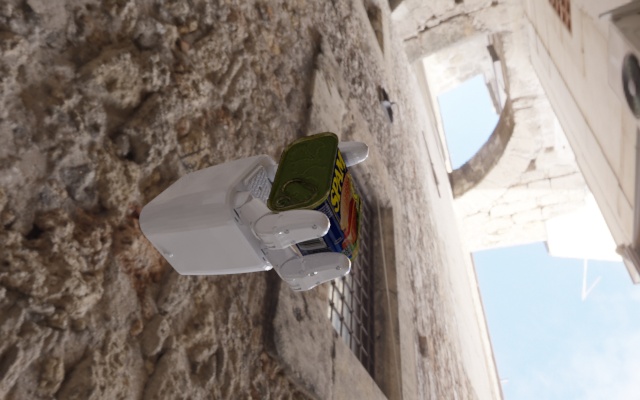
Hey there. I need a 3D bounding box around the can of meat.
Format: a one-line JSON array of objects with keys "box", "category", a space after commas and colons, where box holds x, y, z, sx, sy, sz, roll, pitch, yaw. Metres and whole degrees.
[{"box": [0.000, 0.002, 0.444, 0.057, 0.084, 0.102, -11, 40, 20], "category": "can of meat"}]
